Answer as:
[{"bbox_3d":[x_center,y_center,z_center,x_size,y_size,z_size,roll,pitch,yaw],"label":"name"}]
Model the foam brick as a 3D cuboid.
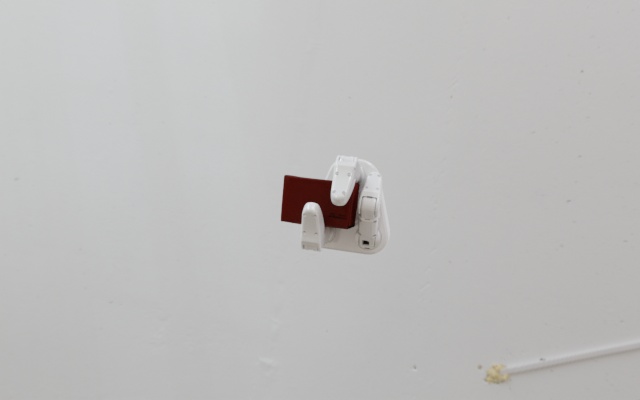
[{"bbox_3d":[0.000,0.002,0.536,0.078,0.053,0.051,7,2,11],"label":"foam brick"}]
